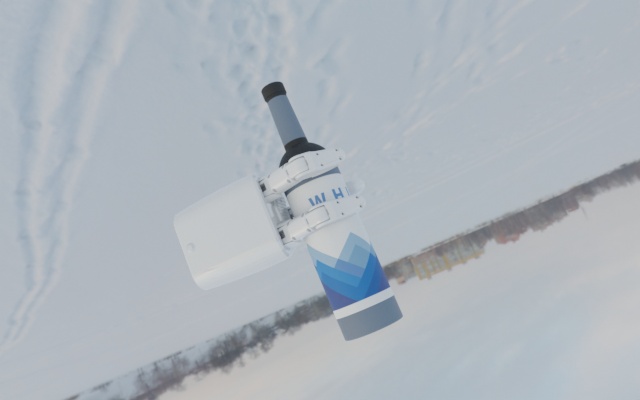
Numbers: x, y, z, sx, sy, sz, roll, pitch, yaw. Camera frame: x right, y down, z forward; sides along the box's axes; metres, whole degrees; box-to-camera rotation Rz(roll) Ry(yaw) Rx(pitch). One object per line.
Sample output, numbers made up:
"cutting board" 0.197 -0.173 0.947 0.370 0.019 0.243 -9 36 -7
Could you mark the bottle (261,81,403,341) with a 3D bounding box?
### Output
"bottle" 0.000 0.002 0.529 0.069 0.295 0.069 -22 -10 -4
